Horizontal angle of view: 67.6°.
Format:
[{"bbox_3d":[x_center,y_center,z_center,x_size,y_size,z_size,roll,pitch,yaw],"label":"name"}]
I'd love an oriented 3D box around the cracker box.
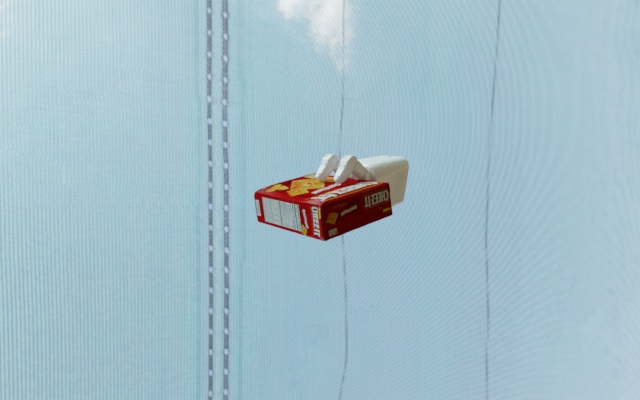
[{"bbox_3d":[0.000,0.003,0.895,0.164,0.072,0.213,-19,18,-36],"label":"cracker box"}]
